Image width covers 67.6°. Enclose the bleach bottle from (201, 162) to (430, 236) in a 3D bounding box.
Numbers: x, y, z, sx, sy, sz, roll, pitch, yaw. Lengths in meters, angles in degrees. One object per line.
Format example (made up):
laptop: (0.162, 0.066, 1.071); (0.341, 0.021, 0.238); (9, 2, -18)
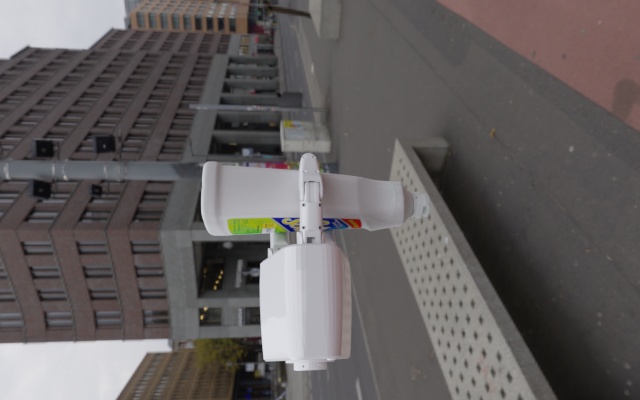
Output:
bleach bottle: (0.000, 0.002, 0.537); (0.251, 0.068, 0.103); (0, -19, -7)
